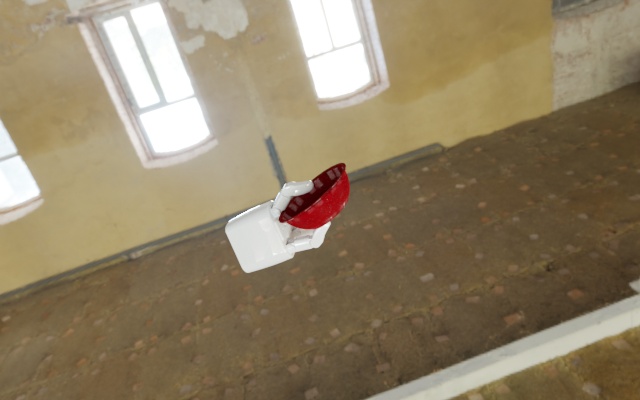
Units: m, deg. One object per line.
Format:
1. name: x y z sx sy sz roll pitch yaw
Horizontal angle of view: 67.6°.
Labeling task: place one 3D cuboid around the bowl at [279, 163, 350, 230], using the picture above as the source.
1. bowl: 0.001 0.003 0.883 0.162 0.055 0.162 -39 14 12
